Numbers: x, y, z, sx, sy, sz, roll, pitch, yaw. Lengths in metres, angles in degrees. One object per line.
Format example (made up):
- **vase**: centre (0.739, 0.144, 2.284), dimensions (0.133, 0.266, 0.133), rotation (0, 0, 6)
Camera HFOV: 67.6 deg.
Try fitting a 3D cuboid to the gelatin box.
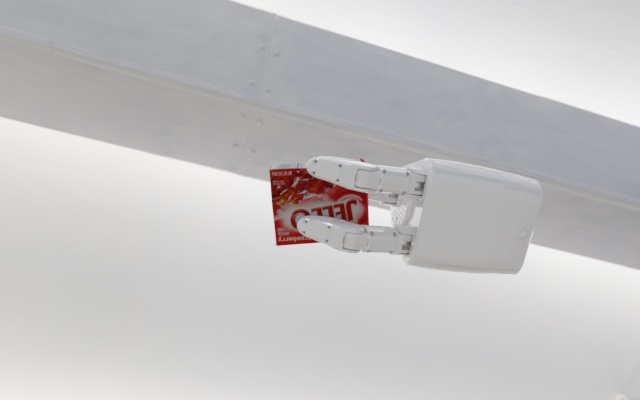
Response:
- **gelatin box**: centre (0.000, 0.001, 0.443), dimensions (0.089, 0.073, 0.030), rotation (-3, 15, 1)
